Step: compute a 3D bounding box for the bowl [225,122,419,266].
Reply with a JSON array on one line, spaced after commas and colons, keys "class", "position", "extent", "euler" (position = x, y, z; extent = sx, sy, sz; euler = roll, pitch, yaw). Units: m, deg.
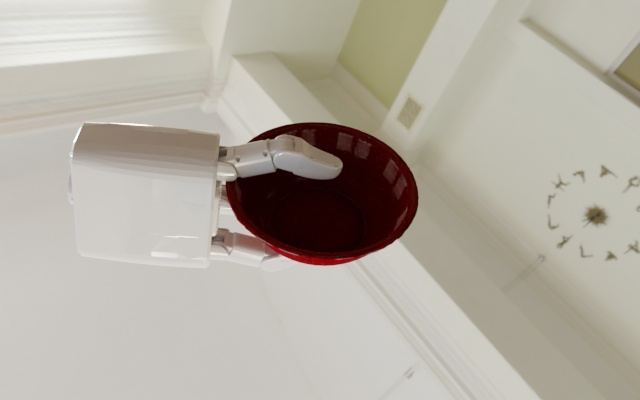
[{"class": "bowl", "position": [0.001, 0.002, 0.417], "extent": [0.162, 0.162, 0.055], "euler": [0, -44, -7]}]
